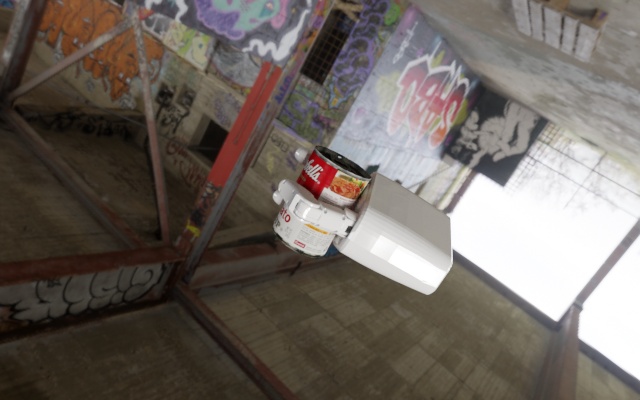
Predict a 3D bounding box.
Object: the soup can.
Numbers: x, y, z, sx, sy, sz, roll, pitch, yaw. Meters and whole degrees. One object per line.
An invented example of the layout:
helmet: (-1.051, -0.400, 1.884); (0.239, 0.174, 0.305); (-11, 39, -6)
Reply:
soup can: (-0.001, 0.002, 0.514); (0.068, 0.102, 0.068); (28, 16, -9)
